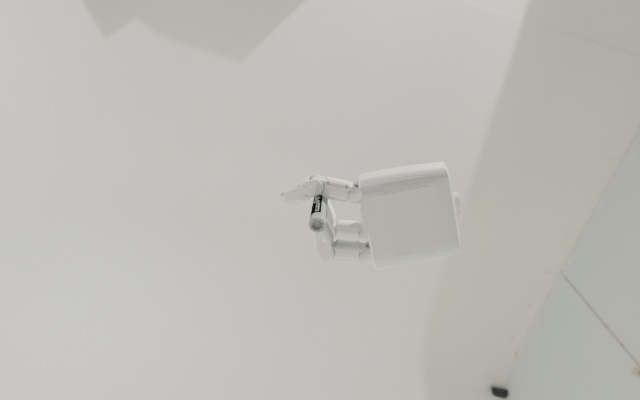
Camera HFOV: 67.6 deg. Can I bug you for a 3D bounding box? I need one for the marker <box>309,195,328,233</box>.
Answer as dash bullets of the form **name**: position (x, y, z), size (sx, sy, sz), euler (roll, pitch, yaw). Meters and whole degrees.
- **marker**: position (0.000, 0.002, 0.581), size (0.020, 0.020, 0.121), euler (0, 25, 4)
